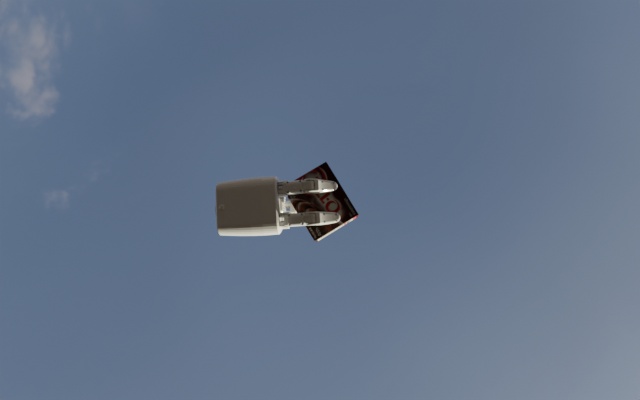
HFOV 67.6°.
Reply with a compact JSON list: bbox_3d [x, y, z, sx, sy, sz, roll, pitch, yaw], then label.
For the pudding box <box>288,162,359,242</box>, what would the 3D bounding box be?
[{"bbox_3d":[0.000,0.003,0.836,0.090,0.113,0.039,-31,-6,-3],"label":"pudding box"}]
